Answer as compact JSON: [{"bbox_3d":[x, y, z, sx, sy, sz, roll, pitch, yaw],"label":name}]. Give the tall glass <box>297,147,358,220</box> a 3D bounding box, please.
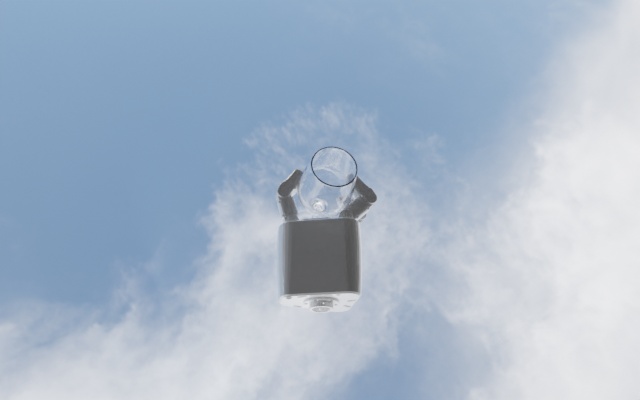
[{"bbox_3d":[0.000,0.002,0.699,0.079,0.079,0.201,0,-28,-12],"label":"tall glass"}]
